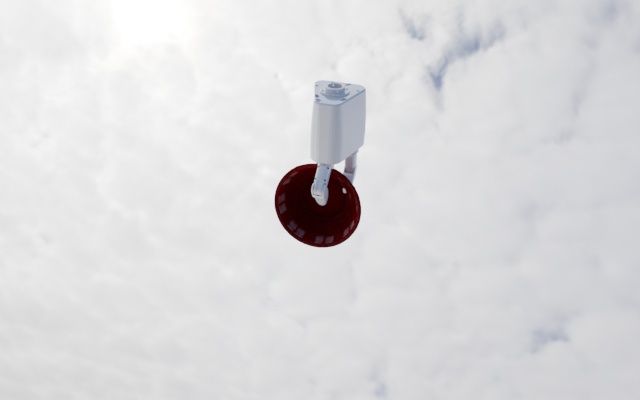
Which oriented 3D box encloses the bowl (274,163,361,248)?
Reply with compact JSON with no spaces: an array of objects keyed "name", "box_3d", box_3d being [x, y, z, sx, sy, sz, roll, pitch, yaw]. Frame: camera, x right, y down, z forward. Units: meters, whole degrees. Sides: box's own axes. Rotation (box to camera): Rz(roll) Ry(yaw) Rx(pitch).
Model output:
[{"name":"bowl","box_3d":[0.000,0.004,0.872,0.162,0.162,0.055,0,20,17]}]
